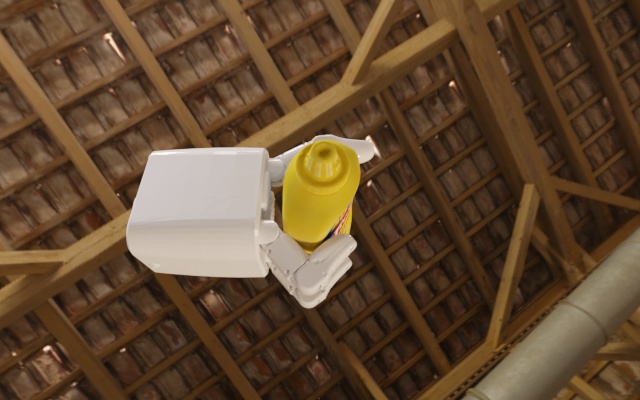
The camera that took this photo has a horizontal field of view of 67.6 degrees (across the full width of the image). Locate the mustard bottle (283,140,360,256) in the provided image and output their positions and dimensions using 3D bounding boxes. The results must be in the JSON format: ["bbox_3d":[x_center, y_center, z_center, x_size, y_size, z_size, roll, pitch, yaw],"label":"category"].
[{"bbox_3d":[0.000,0.002,0.423,0.058,0.096,0.192,23,-21,9],"label":"mustard bottle"}]
